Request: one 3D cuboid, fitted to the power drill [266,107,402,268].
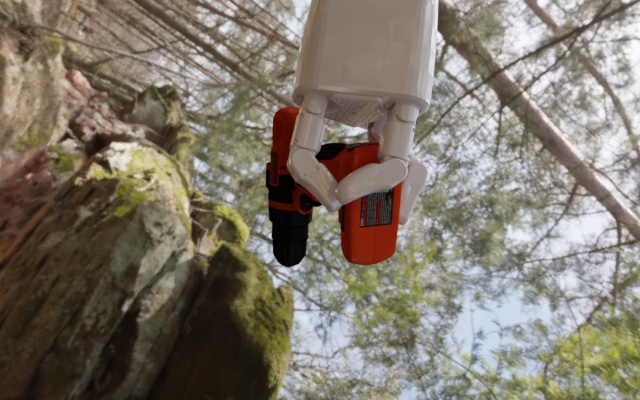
[{"bbox_3d":[0.000,0.001,0.485,0.057,0.184,0.187,-7,16,-31],"label":"power drill"}]
